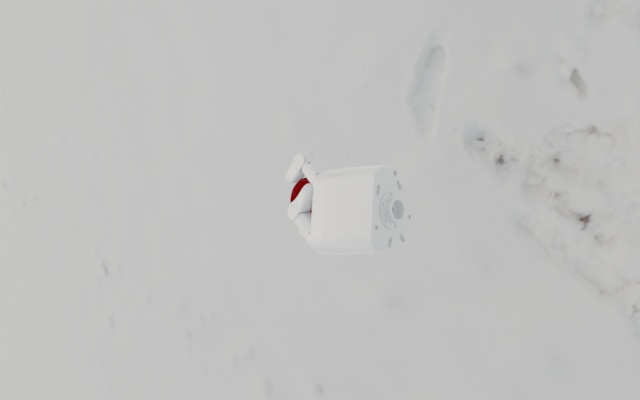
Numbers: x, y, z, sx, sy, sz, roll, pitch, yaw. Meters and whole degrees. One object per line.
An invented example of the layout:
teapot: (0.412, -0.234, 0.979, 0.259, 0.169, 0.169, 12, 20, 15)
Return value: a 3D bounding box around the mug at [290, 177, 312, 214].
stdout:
mug: (-0.001, 0.002, 0.737, 0.117, 0.093, 0.081, -7, 3, 45)
